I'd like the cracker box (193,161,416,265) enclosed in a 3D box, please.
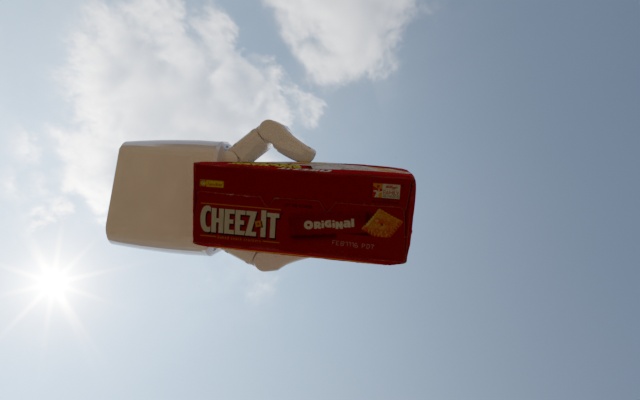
[{"bbox_3d":[0.000,0.001,0.445,0.164,0.072,0.213,4,6,9],"label":"cracker box"}]
